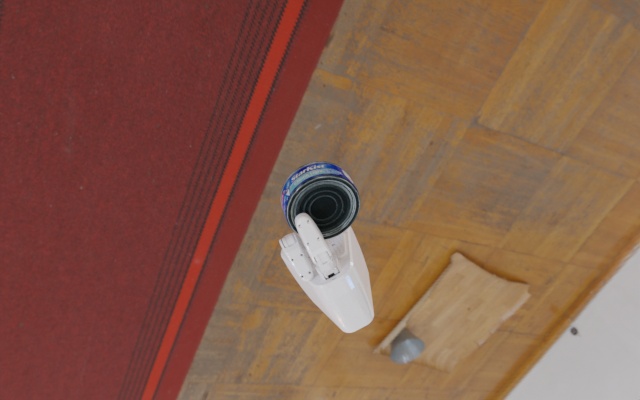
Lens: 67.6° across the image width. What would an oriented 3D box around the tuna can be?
[{"bbox_3d":[0.000,0.002,0.533,0.086,0.086,0.033,0,30,-16],"label":"tuna can"}]
